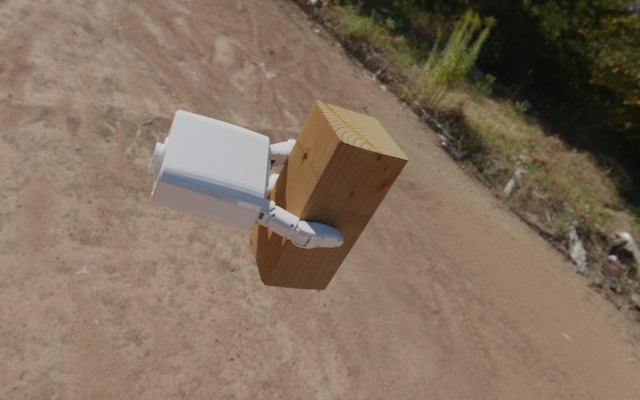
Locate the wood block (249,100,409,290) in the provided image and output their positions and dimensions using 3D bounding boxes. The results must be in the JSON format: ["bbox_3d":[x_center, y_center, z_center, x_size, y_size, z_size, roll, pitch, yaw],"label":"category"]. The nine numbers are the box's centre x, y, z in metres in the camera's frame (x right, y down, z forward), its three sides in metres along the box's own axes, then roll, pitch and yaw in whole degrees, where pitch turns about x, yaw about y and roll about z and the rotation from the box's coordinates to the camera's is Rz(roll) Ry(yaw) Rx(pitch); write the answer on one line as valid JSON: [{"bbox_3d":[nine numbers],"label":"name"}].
[{"bbox_3d":[0.000,0.002,0.566,0.090,0.206,0.090,11,34,-30],"label":"wood block"}]
